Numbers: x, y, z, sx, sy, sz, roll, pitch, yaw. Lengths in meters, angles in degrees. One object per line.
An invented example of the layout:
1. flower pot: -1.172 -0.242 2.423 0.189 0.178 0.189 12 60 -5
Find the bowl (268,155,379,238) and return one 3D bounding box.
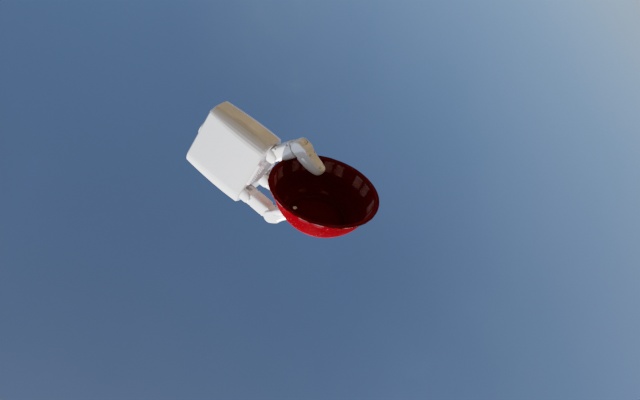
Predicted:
1. bowl: 0.001 0.003 0.687 0.162 0.055 0.162 11 38 -8
